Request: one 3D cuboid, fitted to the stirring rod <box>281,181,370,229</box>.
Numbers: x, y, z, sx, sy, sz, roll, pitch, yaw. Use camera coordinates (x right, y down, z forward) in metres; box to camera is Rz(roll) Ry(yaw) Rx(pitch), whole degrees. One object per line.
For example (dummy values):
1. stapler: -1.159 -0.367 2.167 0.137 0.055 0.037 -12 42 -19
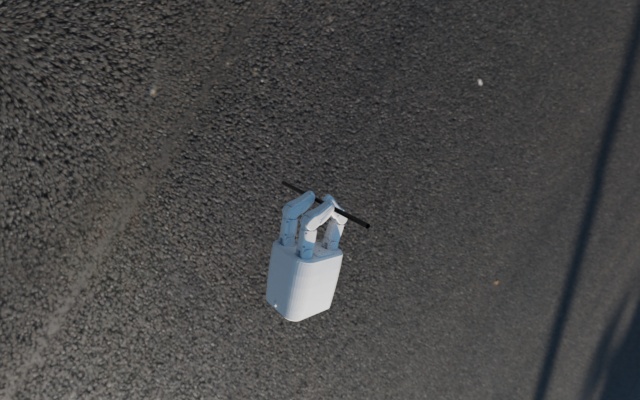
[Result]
1. stirring rod: 0.000 0.003 0.779 0.011 0.011 0.239 0 17 -36
